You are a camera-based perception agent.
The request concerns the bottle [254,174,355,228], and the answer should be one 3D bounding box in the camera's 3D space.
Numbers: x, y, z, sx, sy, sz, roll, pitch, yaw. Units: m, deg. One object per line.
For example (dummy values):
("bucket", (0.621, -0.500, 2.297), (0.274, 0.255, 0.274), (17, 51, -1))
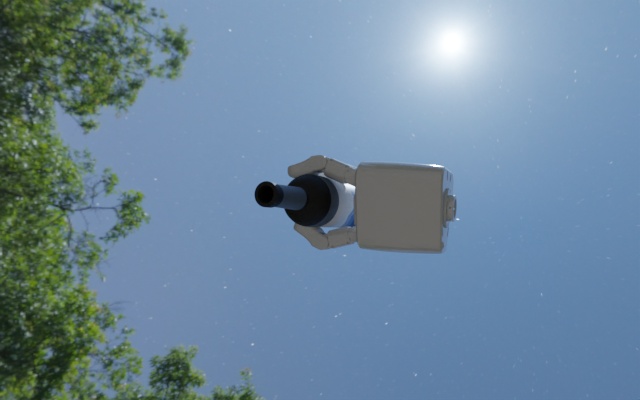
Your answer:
("bottle", (0.000, 0.002, 0.632), (0.069, 0.069, 0.296), (0, -3, 23))
